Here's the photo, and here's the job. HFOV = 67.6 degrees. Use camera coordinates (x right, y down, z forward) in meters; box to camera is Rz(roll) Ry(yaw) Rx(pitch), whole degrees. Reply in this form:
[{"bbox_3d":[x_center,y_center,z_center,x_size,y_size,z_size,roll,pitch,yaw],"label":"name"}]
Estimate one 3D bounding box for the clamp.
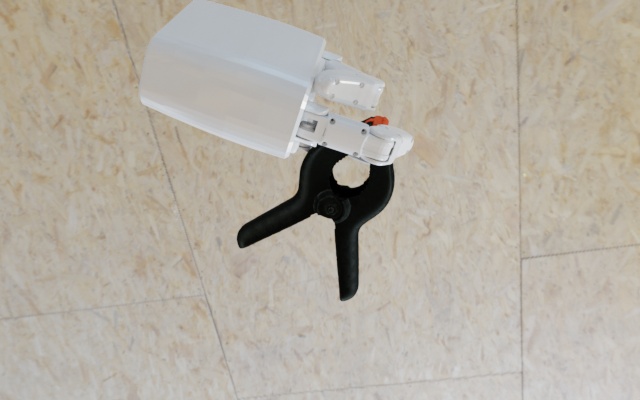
[{"bbox_3d":[0.000,0.001,0.408,0.120,0.171,0.039,18,23,-6],"label":"clamp"}]
